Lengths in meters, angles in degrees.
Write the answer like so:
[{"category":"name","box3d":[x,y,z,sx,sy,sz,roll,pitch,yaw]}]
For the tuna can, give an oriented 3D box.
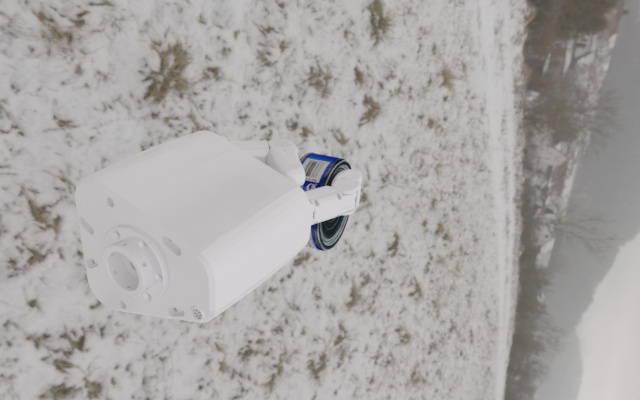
[{"category":"tuna can","box3d":[0.001,0.001,0.430,0.034,0.086,0.086,12,4,22]}]
